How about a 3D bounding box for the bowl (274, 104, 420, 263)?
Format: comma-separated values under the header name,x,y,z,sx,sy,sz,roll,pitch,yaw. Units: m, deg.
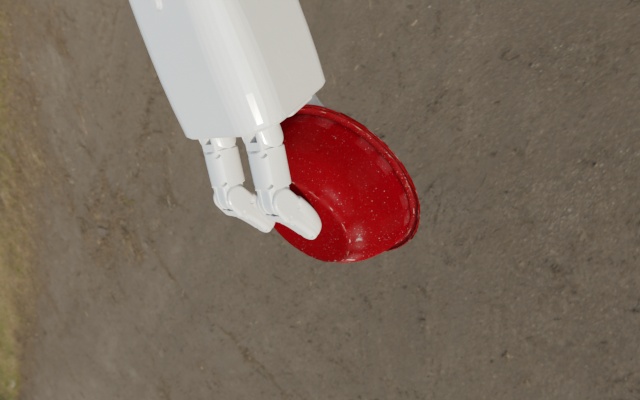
name,x,y,z,sx,sy,sz,roll,pitch,yaw
bowl,0.001,0.003,0.408,0.162,0.162,0.055,0,40,46
